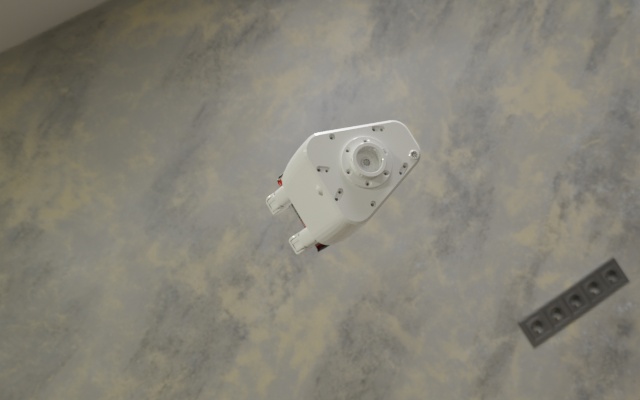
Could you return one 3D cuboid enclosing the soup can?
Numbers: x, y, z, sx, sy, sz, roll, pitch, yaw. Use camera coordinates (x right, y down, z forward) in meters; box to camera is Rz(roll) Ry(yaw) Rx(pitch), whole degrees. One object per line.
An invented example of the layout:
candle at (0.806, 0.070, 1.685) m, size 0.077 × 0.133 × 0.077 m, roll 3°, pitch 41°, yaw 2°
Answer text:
soup can at (0.000, 0.002, 0.581) m, size 0.068 × 0.102 × 0.068 m, roll -31°, pitch -5°, yaw -3°
